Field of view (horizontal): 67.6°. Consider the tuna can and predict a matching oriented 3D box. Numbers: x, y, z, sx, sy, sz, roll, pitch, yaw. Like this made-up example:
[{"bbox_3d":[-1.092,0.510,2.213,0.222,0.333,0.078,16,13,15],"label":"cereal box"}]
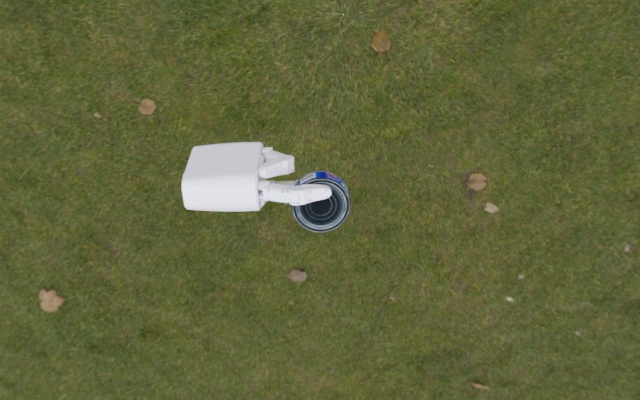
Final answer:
[{"bbox_3d":[0.000,0.002,0.694,0.086,0.086,0.033,0,21,-3],"label":"tuna can"}]
